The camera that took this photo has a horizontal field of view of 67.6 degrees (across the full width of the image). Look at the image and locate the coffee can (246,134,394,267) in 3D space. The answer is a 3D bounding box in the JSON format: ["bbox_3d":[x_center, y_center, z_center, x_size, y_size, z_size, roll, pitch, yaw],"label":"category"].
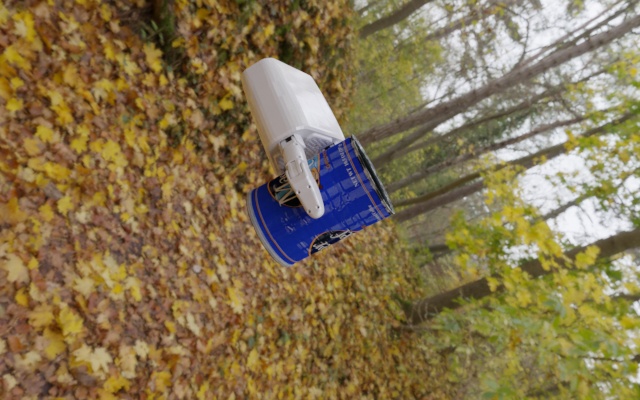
[{"bbox_3d":[0.000,0.002,0.556,0.140,0.103,0.103,-28,-6,12],"label":"coffee can"}]
